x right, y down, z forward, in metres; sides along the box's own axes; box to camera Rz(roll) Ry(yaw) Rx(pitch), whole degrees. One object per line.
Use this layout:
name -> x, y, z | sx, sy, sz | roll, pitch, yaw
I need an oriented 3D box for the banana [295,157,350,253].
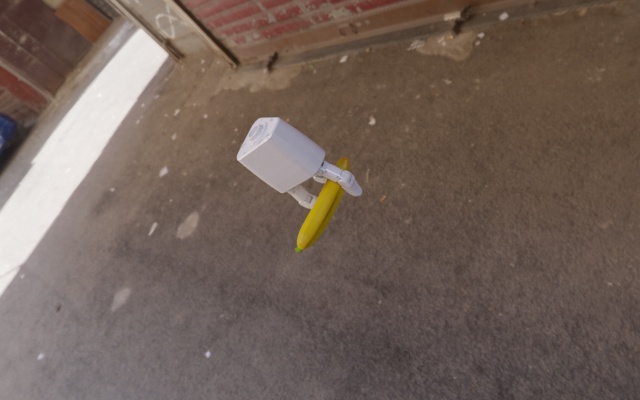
banana -> 0.004, 0.009, 0.855 | 0.037, 0.198, 0.069 | 30, 0, -20
